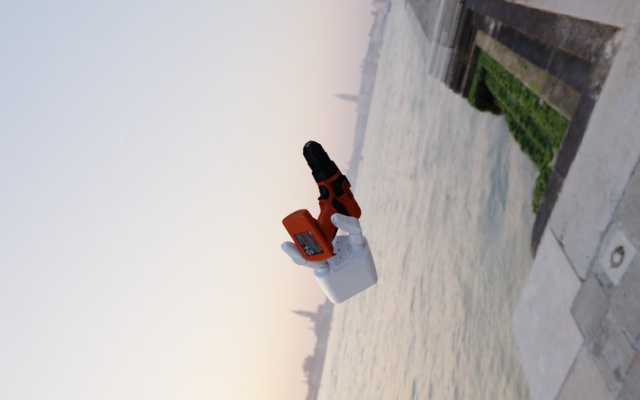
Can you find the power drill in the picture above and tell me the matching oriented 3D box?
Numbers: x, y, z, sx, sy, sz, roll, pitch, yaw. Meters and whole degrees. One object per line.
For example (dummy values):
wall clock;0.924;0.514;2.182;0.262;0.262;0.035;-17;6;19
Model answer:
power drill;0.000;0.003;0.860;0.057;0.184;0.187;-19;25;34
